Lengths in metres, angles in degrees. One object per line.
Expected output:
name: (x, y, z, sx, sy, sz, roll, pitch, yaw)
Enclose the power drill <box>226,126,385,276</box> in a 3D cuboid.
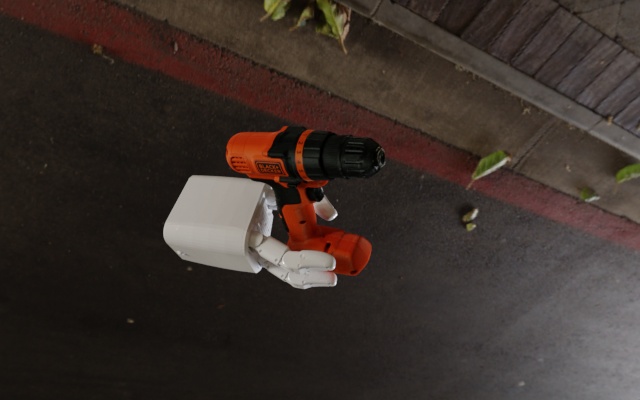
power drill: (0.000, 0.002, 0.537, 0.184, 0.188, 0.057, 7, 45, 32)
